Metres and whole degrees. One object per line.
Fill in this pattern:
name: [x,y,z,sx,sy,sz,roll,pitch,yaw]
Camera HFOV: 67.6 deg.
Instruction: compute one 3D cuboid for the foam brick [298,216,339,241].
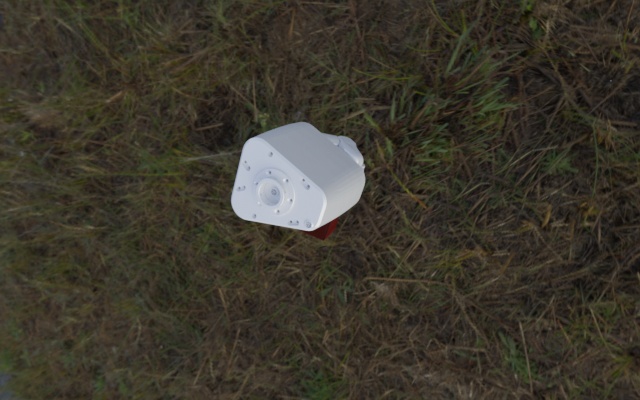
foam brick: [0.000,0.002,0.612,0.053,0.078,0.051,23,24,11]
